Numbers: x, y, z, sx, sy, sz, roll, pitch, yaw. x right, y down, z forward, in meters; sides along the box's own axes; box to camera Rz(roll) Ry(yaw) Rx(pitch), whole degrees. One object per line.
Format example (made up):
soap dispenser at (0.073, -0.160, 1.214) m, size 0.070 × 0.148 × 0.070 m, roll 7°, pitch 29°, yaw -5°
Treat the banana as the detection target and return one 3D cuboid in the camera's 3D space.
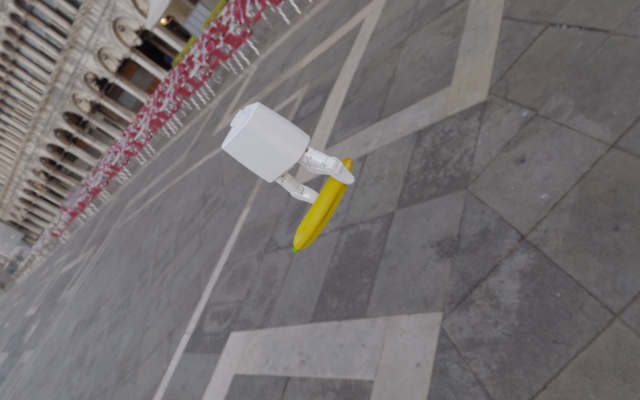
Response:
banana at (0.003, 0.009, 0.828) m, size 0.037 × 0.198 × 0.069 m, roll 32°, pitch 2°, yaw -18°
